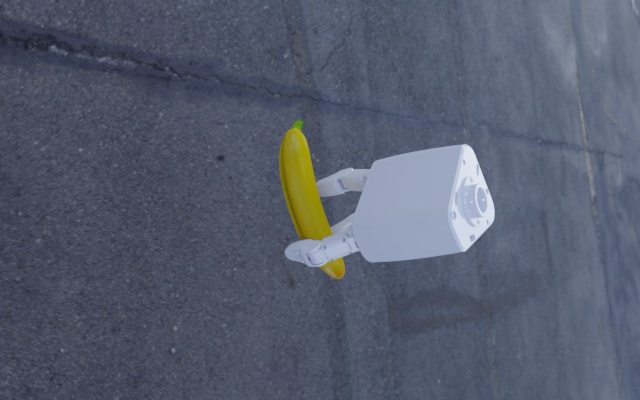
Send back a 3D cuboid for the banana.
[{"bbox_3d":[-0.011,0.001,0.549,0.037,0.198,0.069,-13,1,35],"label":"banana"}]
